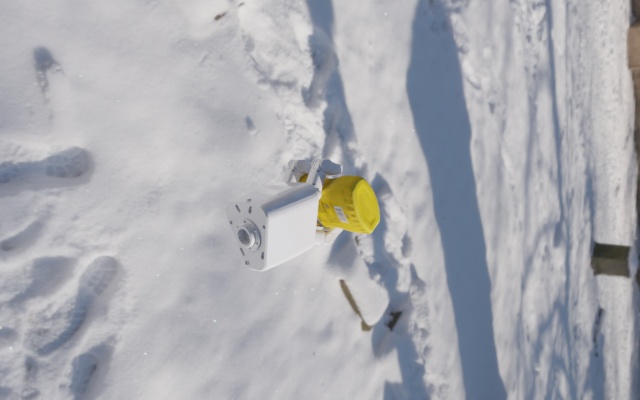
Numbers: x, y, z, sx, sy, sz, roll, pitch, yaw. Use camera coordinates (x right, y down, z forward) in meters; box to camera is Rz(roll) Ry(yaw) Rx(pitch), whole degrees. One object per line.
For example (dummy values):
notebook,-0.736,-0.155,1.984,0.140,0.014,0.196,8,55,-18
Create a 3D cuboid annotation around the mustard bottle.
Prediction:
mustard bottle,0.001,0.002,0.791,0.191,0.096,0.058,4,43,41
